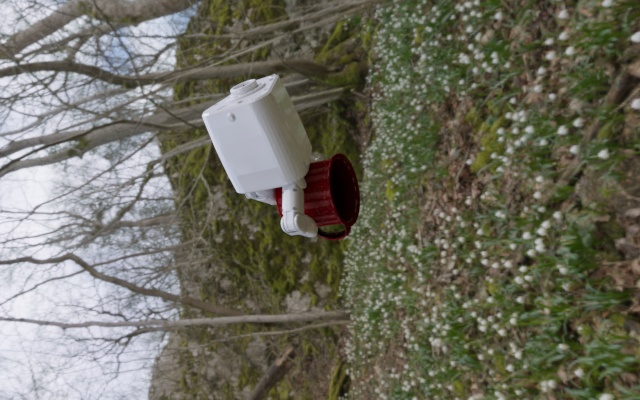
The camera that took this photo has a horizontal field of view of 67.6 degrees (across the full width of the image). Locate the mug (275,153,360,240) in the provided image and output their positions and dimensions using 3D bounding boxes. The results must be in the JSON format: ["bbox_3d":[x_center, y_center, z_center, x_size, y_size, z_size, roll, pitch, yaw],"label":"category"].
[{"bbox_3d":[0.000,0.003,0.618,0.081,0.117,0.093,-9,31,26],"label":"mug"}]
